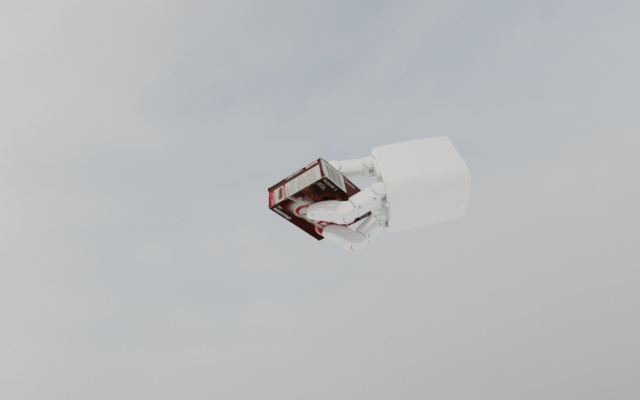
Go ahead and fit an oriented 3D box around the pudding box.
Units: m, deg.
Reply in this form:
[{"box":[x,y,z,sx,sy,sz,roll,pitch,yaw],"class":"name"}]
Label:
[{"box":[0.000,0.002,0.627,0.090,0.039,0.113,-30,-44,23],"class":"pudding box"}]
